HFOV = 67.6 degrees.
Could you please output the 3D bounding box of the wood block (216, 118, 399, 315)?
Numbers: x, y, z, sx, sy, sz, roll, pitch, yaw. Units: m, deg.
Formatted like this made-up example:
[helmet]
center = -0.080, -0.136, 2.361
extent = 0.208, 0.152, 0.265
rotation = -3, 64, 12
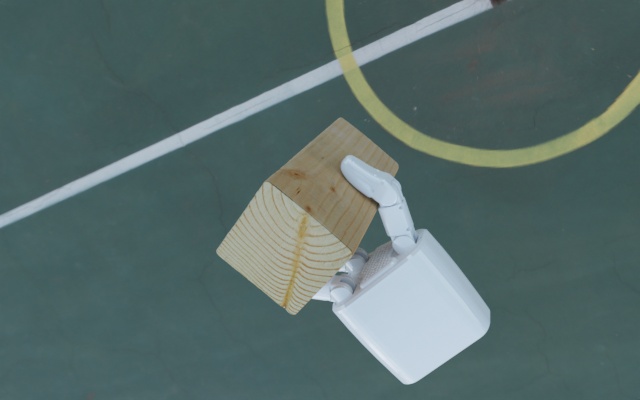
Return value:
[wood block]
center = 0.001, 0.002, 0.472
extent = 0.090, 0.091, 0.206
rotation = 40, 30, -1
